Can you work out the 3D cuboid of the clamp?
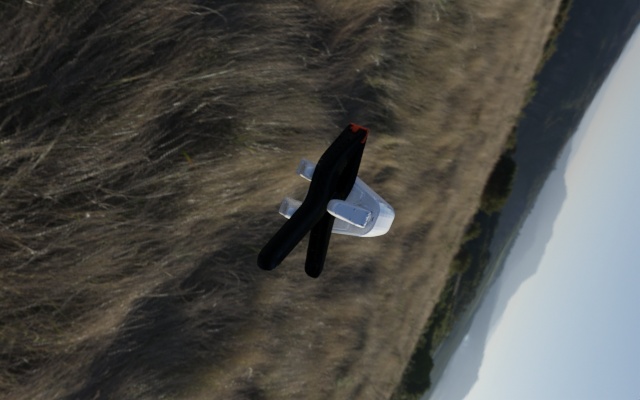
[{"bbox_3d":[0.001,0.002,0.580,0.036,0.210,0.164,25,4,21],"label":"clamp"}]
